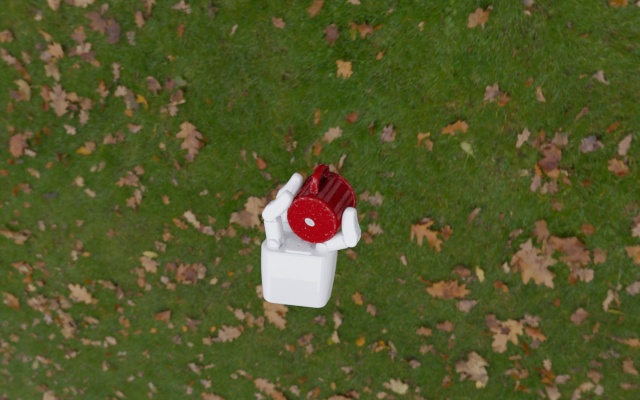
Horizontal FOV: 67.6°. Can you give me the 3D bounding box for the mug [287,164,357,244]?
[{"bbox_3d":[0.000,0.001,0.722,0.093,0.117,0.081,13,31,16],"label":"mug"}]
